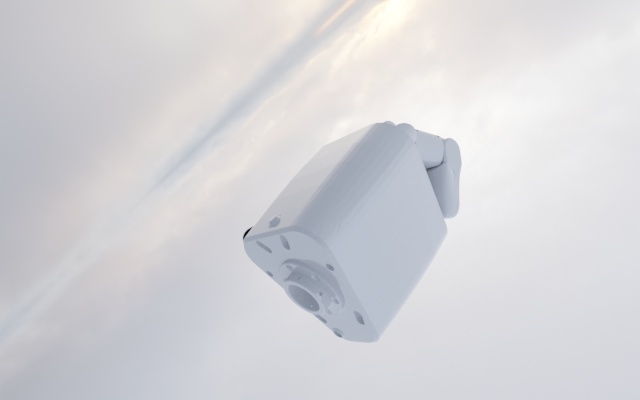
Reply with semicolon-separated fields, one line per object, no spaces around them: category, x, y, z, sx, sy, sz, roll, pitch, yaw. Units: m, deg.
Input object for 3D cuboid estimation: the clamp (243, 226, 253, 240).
clamp;0.001;0.002;0.447;0.120;0.039;0.171;-47;14;-33
